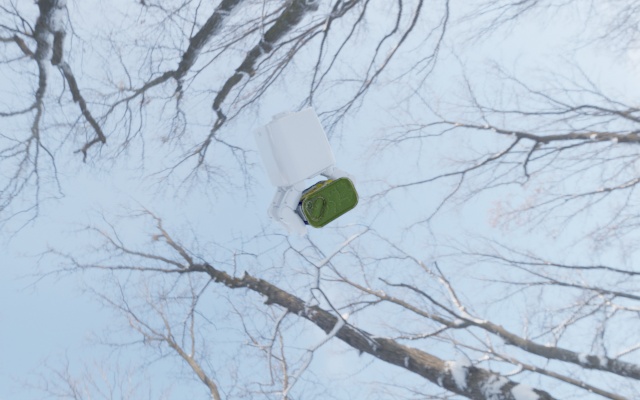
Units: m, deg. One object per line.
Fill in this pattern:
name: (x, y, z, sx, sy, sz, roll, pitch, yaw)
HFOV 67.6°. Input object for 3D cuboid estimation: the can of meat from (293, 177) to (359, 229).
can of meat: (0.000, 0.003, 0.816, 0.102, 0.057, 0.084, -31, 13, -22)
